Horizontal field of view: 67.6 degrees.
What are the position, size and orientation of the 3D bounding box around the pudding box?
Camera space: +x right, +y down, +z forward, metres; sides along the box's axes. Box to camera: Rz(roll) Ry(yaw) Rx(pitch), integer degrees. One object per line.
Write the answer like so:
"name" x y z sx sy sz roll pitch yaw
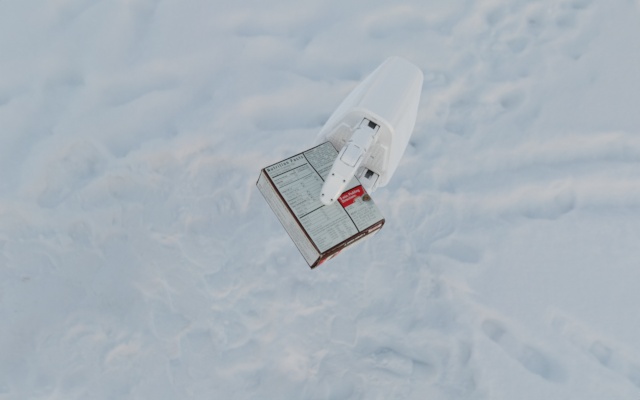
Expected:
"pudding box" 0.000 0.002 0.498 0.090 0.113 0.039 -26 -19 -27
